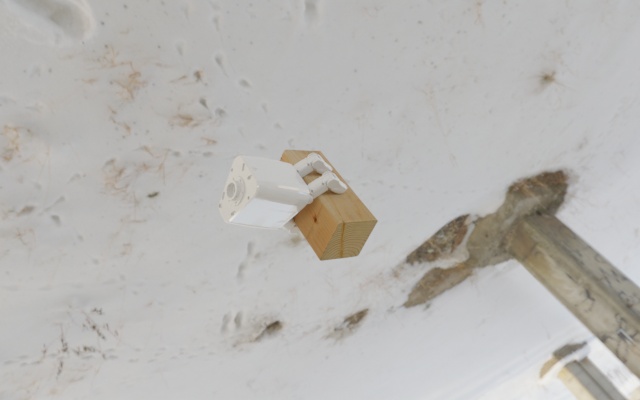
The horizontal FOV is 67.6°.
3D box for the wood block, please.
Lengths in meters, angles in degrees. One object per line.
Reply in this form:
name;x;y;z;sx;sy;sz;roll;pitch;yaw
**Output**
wood block;0.000;0.003;0.876;0.090;0.091;0.206;-2;42;-37
